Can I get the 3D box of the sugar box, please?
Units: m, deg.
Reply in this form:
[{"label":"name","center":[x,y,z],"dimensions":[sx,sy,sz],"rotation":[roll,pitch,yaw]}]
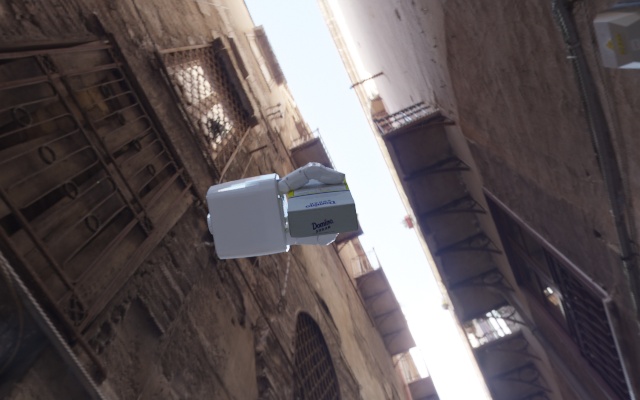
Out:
[{"label":"sugar box","center":[0.000,0.003,0.706],"dimensions":[0.093,0.048,0.176],"rotation":[-7,20,1]}]
